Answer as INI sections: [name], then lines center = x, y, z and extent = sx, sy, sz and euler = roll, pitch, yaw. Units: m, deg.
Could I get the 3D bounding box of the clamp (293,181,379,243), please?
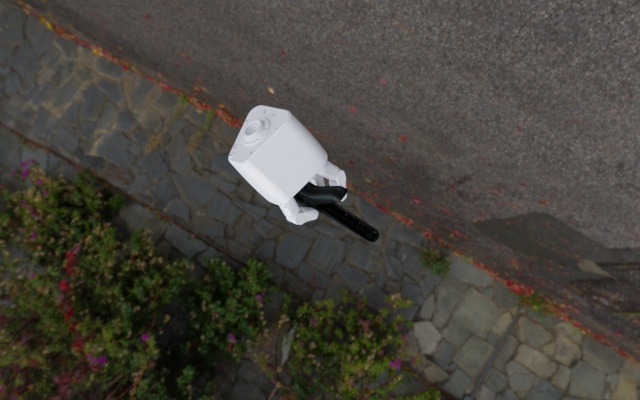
[clamp]
center = -0.001, 0.003, 0.817
extent = 0.210, 0.036, 0.165
euler = 21, -18, 43
